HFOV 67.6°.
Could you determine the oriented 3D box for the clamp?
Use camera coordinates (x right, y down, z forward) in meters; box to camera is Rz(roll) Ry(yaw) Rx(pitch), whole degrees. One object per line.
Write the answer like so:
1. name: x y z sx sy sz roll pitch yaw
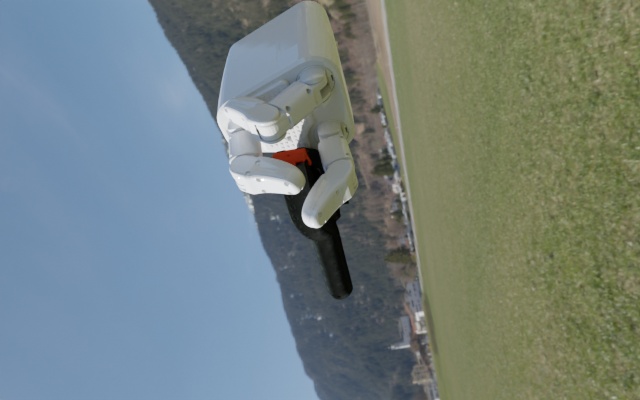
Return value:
1. clamp: -0.001 0.002 0.442 0.039 0.120 0.172 -12 -43 8
